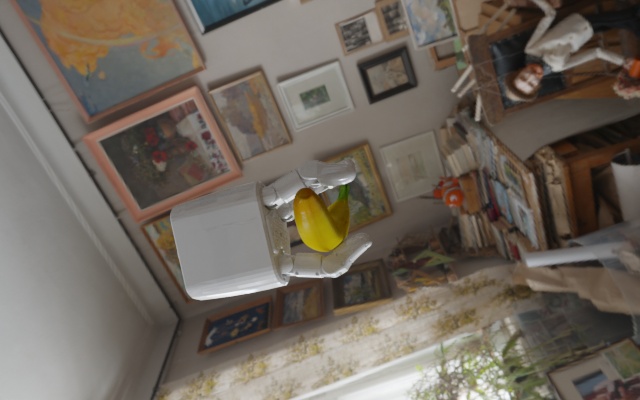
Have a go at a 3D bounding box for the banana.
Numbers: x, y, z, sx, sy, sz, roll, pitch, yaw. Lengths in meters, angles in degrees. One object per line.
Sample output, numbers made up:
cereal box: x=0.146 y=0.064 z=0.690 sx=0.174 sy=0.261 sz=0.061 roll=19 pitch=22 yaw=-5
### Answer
banana: x=0.003 y=0.020 z=0.496 sx=0.037 sy=0.069 sz=0.198 roll=-7 pitch=1 yaw=11
